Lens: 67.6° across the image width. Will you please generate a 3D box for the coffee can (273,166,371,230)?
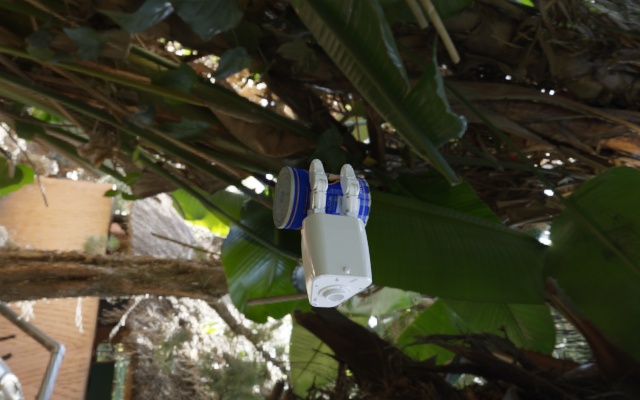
[{"bbox_3d":[0.000,0.003,0.809,0.140,0.103,0.103,7,-3,-20],"label":"coffee can"}]
